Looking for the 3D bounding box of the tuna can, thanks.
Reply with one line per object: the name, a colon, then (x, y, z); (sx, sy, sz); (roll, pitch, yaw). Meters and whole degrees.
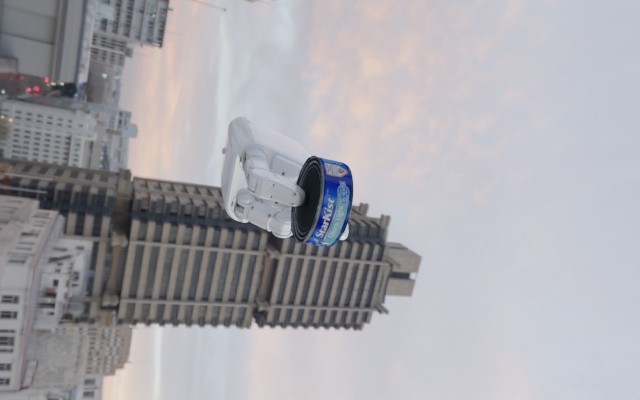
tuna can: (0.001, 0.002, 0.464); (0.034, 0.086, 0.086); (10, -3, -19)
